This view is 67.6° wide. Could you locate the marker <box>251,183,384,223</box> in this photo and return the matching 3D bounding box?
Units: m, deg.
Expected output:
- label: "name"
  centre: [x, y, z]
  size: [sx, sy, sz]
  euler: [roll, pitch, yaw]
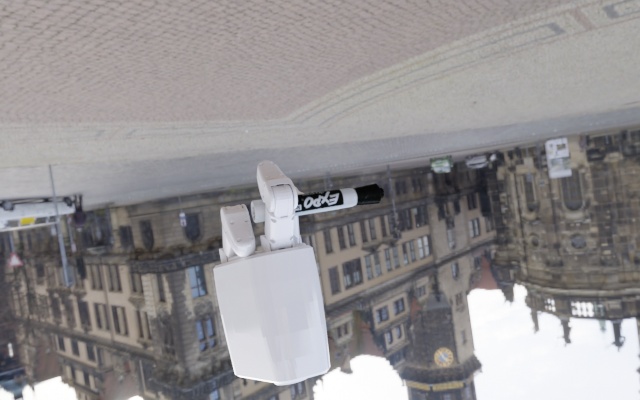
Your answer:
- label: "marker"
  centre: [0.000, 0.001, 0.420]
  size: [0.121, 0.020, 0.020]
  euler: [-8, 3, -18]
